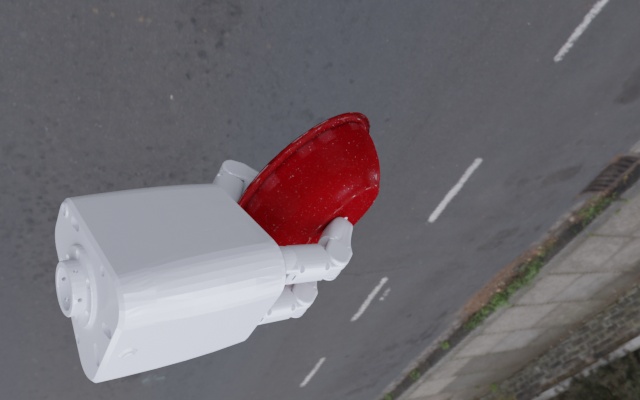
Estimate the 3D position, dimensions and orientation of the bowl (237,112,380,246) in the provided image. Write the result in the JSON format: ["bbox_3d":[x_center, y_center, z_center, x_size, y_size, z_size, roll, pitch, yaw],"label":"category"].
[{"bbox_3d":[0.001,0.001,0.421,0.162,0.055,0.162,-39,-16,-14],"label":"bowl"}]
